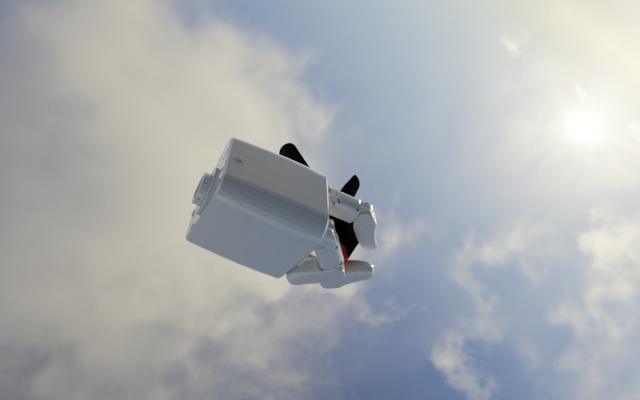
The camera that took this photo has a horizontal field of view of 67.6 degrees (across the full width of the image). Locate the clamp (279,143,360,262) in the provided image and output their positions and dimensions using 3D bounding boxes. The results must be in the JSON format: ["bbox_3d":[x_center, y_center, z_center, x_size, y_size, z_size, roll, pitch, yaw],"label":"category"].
[{"bbox_3d":[0.000,0.002,0.558,0.120,0.039,0.171,24,34,-19],"label":"clamp"}]
